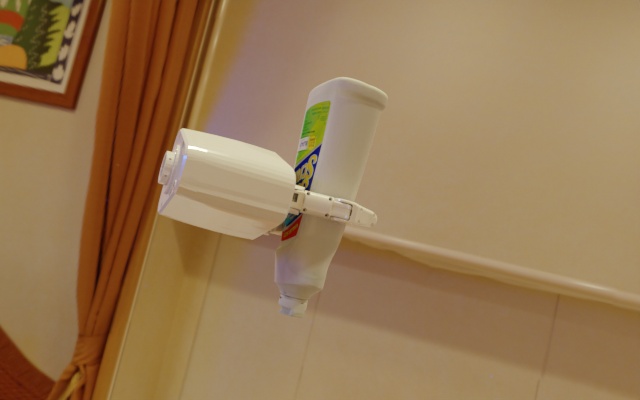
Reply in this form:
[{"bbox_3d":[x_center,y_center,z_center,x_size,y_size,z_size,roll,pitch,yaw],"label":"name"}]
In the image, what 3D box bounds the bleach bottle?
[{"bbox_3d":[0.000,0.002,0.519,0.068,0.251,0.102,16,-5,-25],"label":"bleach bottle"}]
